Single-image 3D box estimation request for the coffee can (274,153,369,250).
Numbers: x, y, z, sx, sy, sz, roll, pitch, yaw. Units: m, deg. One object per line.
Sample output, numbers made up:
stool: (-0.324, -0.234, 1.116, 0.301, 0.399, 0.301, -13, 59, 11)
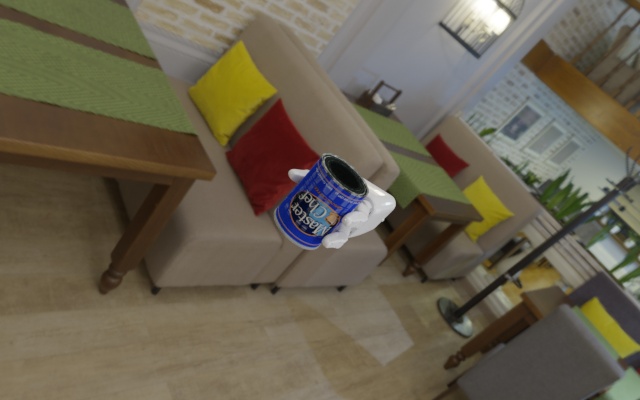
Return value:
coffee can: (0.000, 0.003, 0.827, 0.140, 0.102, 0.103, -48, -25, 25)
